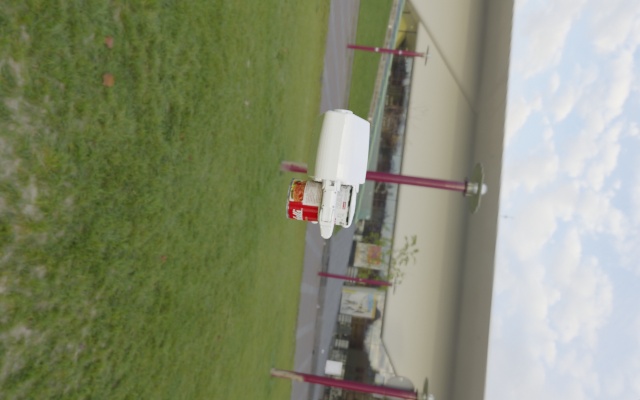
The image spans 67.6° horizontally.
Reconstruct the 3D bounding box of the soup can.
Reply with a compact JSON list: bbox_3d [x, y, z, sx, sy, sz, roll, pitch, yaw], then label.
[{"bbox_3d":[0.000,0.003,0.789,0.102,0.068,0.068,7,1,5],"label":"soup can"}]
